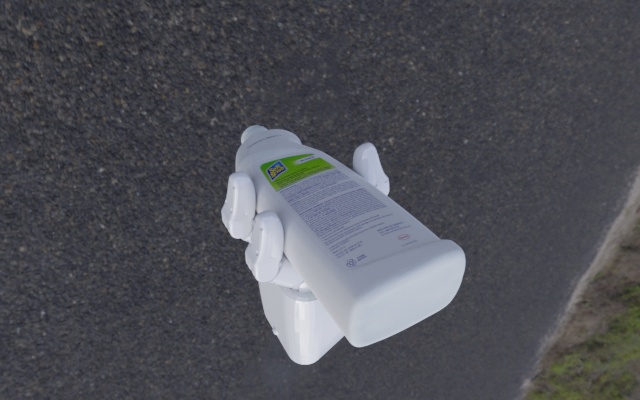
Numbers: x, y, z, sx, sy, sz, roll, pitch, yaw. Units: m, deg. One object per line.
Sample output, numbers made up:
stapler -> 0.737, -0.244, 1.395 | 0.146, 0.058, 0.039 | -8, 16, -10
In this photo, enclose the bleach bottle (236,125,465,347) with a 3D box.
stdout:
bleach bottle -> 0.000, 0.001, 0.411 | 0.102, 0.068, 0.250 | -20, 43, -22
